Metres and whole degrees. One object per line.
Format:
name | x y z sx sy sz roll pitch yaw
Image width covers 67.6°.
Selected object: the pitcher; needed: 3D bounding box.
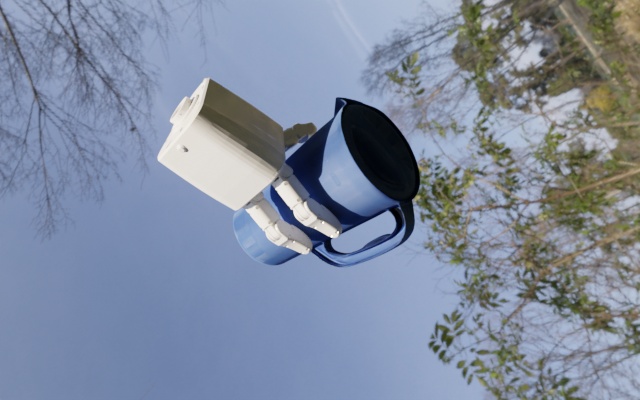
pitcher | 0.000 0.002 0.610 0.145 0.149 0.243 34 -48 -26
